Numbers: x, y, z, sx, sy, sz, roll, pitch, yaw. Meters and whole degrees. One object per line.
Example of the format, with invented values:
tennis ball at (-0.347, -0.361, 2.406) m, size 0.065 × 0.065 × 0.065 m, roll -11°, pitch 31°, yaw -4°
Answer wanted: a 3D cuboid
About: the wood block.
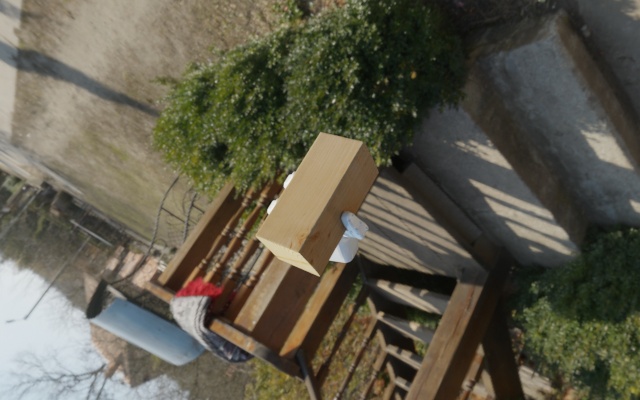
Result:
wood block at (0.000, 0.003, 0.770) m, size 0.091 × 0.206 × 0.090 m, roll 18°, pitch -22°, yaw 32°
